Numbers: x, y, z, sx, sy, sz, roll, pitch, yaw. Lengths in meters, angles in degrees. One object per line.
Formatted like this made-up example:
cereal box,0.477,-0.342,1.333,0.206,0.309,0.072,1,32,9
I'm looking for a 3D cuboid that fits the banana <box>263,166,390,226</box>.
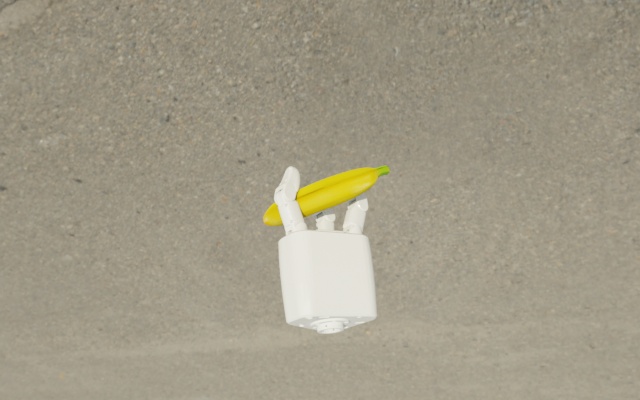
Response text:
banana,-0.004,-0.001,0.637,0.198,0.037,0.069,-21,-13,20
